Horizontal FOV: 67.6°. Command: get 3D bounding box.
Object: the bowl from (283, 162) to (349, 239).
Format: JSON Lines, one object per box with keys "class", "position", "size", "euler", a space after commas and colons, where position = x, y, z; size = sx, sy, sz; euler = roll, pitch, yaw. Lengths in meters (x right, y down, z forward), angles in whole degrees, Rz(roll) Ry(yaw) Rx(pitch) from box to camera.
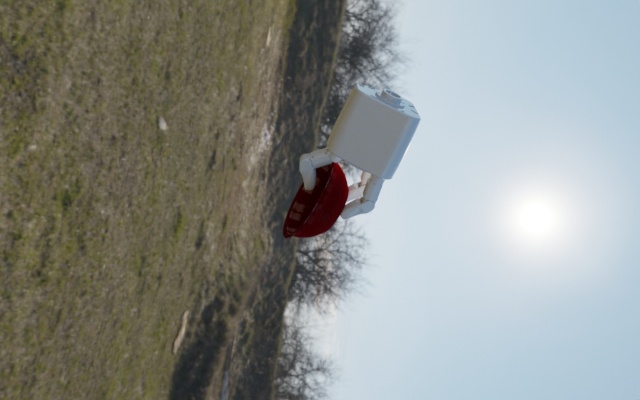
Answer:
{"class": "bowl", "position": [0.000, 0.004, 0.802], "size": [0.055, 0.162, 0.162], "euler": [30, -9, -15]}
